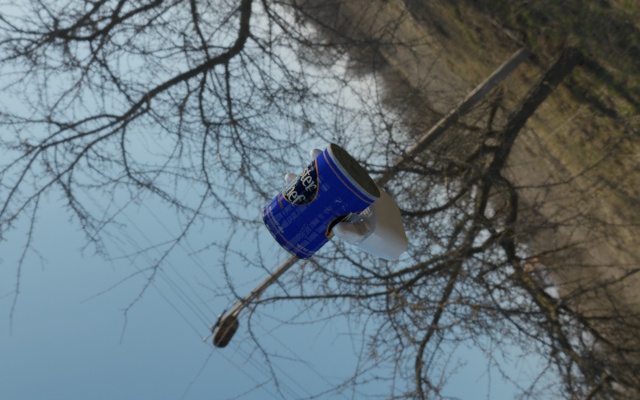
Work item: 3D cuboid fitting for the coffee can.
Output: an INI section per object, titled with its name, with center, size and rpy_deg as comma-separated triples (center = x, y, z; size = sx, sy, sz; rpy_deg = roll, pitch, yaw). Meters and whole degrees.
[coffee can]
center = 0.000, 0.002, 0.684
size = 0.140, 0.103, 0.103
rpy_deg = -42, -15, 16
